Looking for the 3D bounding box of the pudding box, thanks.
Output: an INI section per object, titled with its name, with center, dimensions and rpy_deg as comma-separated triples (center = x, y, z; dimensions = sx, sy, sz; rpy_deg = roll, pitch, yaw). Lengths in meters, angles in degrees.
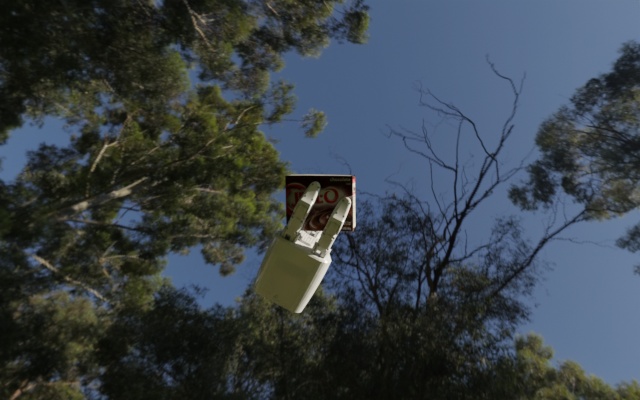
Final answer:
[pudding box]
center = 0.000, 0.003, 0.775
dimensions = 0.113, 0.090, 0.039
rpy_deg = 0, 8, 9
